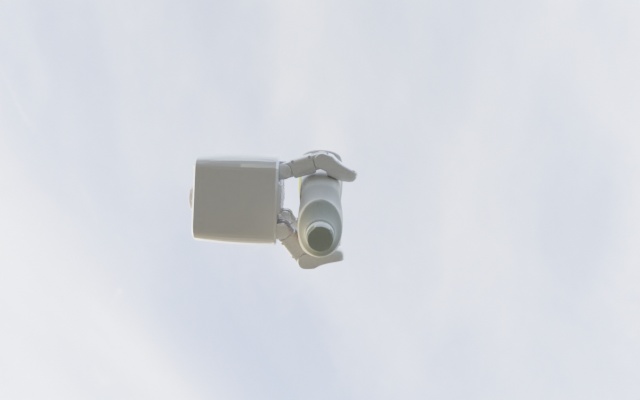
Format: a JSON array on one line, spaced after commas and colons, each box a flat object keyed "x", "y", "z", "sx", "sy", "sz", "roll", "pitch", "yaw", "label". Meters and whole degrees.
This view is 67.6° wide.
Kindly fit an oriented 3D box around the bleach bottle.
[{"x": 0.000, "y": 0.002, "z": 0.626, "sx": 0.068, "sy": 0.102, "sz": 0.250, "roll": 1, "pitch": 14, "yaw": 0, "label": "bleach bottle"}]
